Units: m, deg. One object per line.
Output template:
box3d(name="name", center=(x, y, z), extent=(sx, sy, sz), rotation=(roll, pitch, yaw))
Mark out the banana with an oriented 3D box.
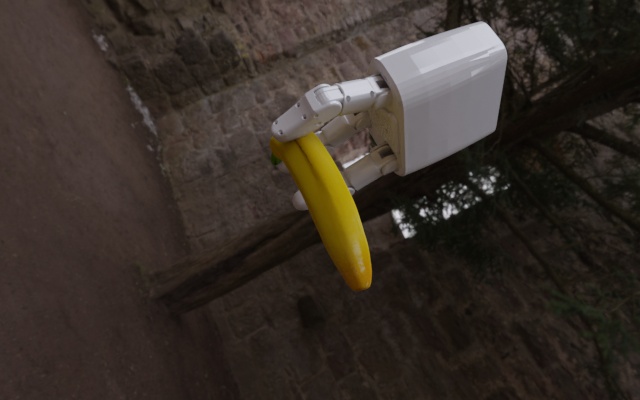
box3d(name="banana", center=(-0.004, -0.014, 0.396), extent=(0.037, 0.070, 0.197), rotation=(-22, 42, -10))
